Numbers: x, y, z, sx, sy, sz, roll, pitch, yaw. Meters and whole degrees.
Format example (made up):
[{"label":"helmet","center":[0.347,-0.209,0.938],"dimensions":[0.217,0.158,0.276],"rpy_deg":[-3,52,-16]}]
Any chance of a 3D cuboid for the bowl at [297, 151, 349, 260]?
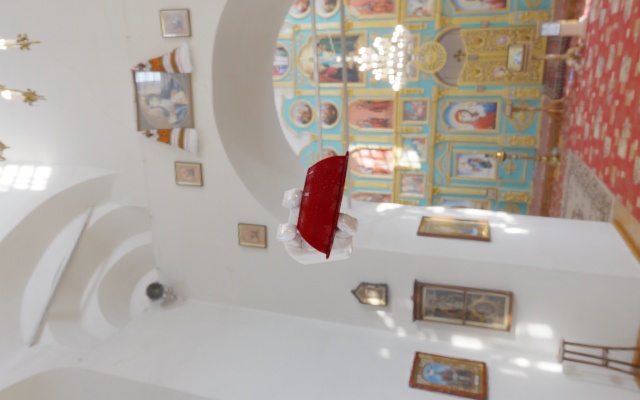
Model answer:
[{"label":"bowl","center":[0.000,0.002,0.699],"dimensions":[0.055,0.162,0.162],"rpy_deg":[11,0,-1]}]
